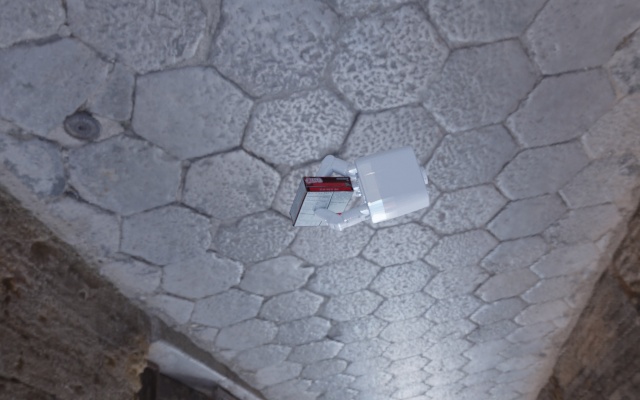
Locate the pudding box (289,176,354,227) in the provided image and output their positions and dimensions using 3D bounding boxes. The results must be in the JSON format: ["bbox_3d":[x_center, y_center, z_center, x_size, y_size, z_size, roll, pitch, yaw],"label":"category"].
[{"bbox_3d":[0.000,0.003,0.864,0.090,0.039,0.114,0,-38,-19],"label":"pudding box"}]
